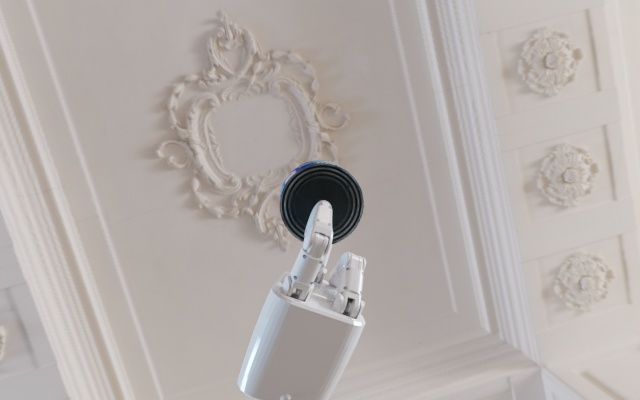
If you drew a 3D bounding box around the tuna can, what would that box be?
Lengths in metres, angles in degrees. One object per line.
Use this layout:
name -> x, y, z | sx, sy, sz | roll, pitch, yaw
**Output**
tuna can -> 0.000, 0.001, 0.497 | 0.086, 0.086, 0.033 | 0, 12, -6
